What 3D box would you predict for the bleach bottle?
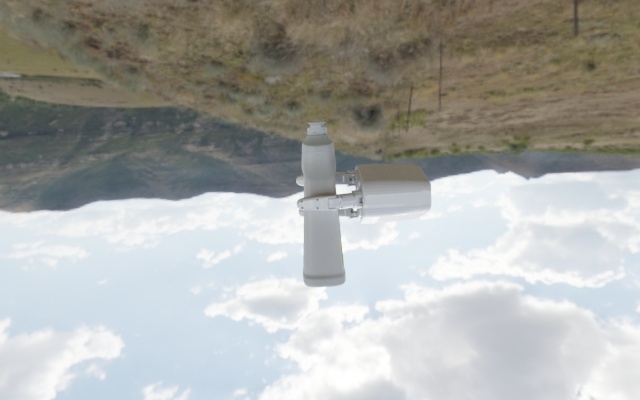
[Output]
[{"bbox_3d":[0.000,0.003,0.757,0.068,0.251,0.102,-3,7,-1],"label":"bleach bottle"}]
